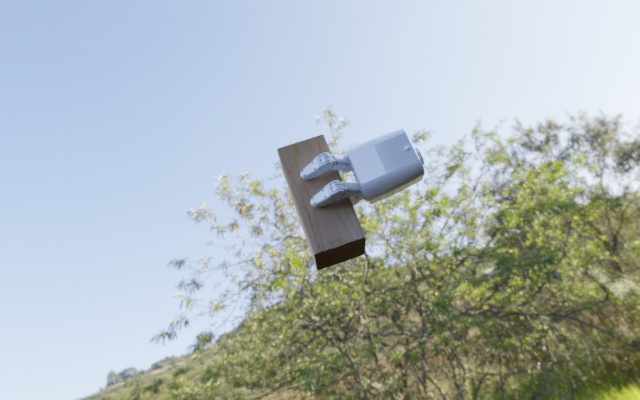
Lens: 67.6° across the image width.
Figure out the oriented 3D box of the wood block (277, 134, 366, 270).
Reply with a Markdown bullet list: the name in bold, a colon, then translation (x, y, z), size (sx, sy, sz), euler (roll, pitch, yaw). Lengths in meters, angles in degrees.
- **wood block**: translation (0.000, 0.003, 0.832), size (0.090, 0.206, 0.091), euler (-19, -25, -4)
